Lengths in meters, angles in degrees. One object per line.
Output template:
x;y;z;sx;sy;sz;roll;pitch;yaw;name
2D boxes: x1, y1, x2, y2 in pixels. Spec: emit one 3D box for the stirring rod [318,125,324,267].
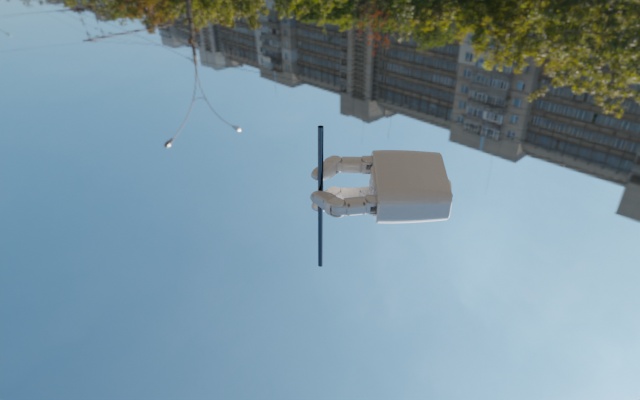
0.000;0.002;0.710;0.011;0.240;0.011;0;32;0;stirring rod
